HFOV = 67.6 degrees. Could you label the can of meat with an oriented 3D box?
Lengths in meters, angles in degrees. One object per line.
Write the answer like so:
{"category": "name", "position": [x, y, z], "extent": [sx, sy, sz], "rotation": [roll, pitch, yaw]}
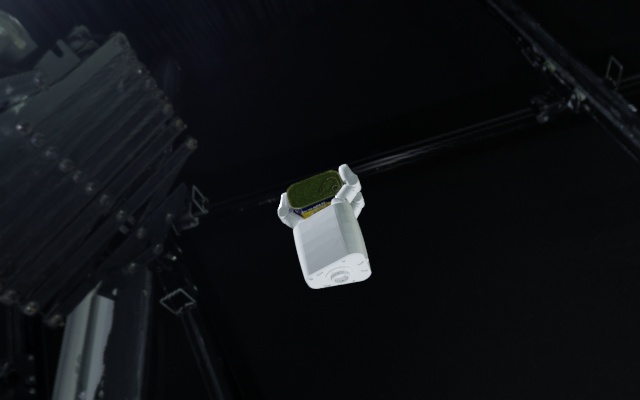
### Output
{"category": "can of meat", "position": [0.000, 0.003, 0.877], "extent": [0.102, 0.057, 0.084], "rotation": [-21, -39, 4]}
